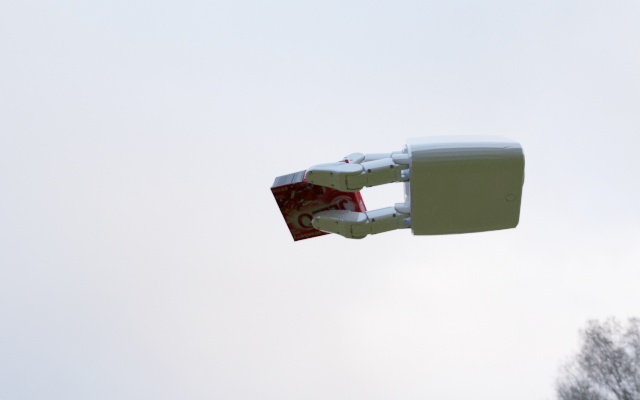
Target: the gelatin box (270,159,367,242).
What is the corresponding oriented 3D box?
[{"bbox_3d":[0.000,0.002,0.519,0.089,0.073,0.030,-13,29,18],"label":"gelatin box"}]
